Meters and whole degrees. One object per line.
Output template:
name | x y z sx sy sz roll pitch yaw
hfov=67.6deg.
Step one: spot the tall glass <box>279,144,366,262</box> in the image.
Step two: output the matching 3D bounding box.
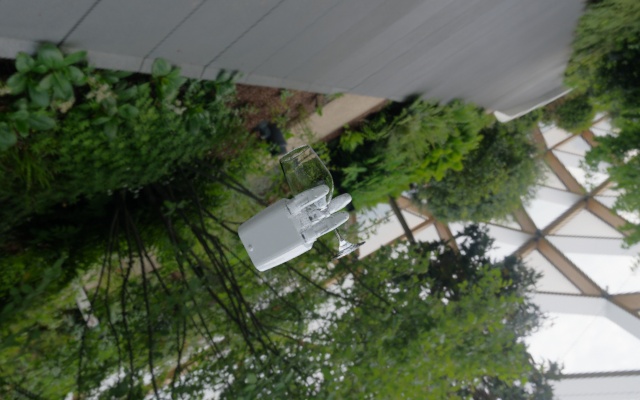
tall glass | 0.001 0.003 0.843 0.079 0.201 0.079 -28 -4 -2
